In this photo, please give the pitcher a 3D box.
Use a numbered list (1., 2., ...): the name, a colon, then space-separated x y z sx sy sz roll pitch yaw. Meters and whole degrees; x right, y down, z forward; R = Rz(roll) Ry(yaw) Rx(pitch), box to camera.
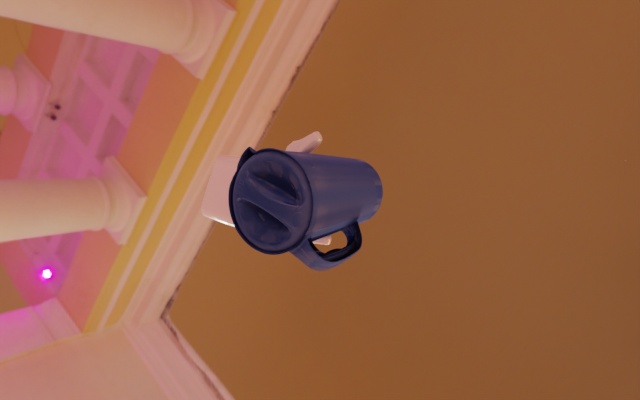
1. pitcher: 0.000 0.002 0.687 0.145 0.149 0.243 9 9 31
